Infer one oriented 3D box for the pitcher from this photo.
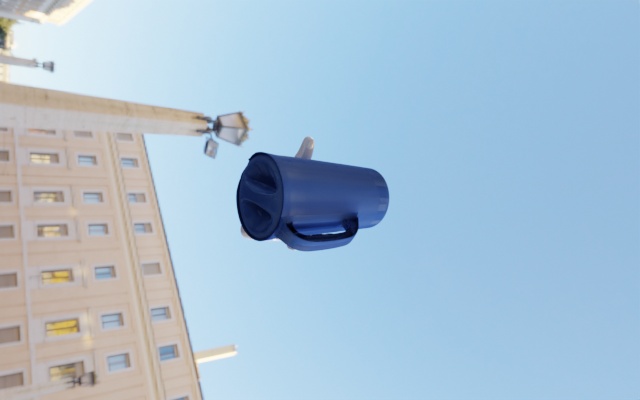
[{"bbox_3d":[0.000,0.002,0.775,0.243,0.149,0.145,0,-4,-39],"label":"pitcher"}]
